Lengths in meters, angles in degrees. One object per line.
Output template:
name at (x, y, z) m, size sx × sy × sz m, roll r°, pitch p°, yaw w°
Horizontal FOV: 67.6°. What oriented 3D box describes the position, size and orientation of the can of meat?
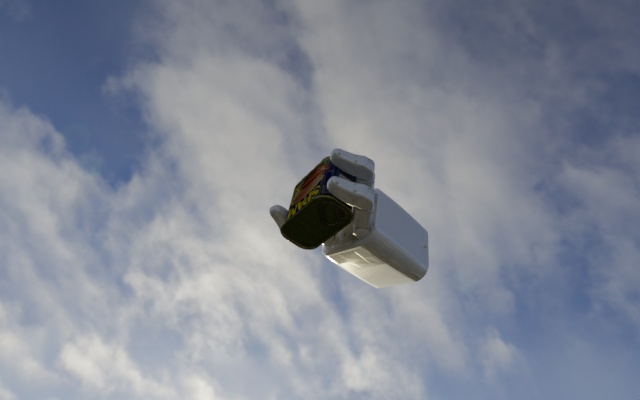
can of meat at (0.000, 0.002, 0.623) m, size 0.057 × 0.084 × 0.102 m, roll 34°, pitch -49°, yaw -20°
